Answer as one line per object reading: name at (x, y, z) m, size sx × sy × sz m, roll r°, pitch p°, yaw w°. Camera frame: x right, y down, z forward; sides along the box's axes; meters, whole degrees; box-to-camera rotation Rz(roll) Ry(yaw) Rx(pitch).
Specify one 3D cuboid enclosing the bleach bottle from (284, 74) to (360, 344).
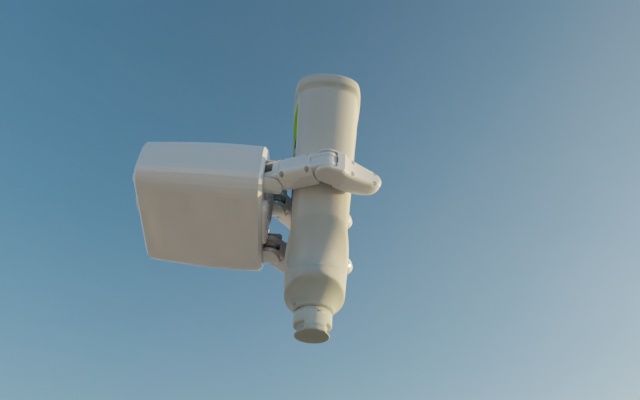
bleach bottle at (0.000, 0.001, 0.438) m, size 0.068 × 0.250 × 0.103 m, roll 4°, pitch -38°, yaw -1°
